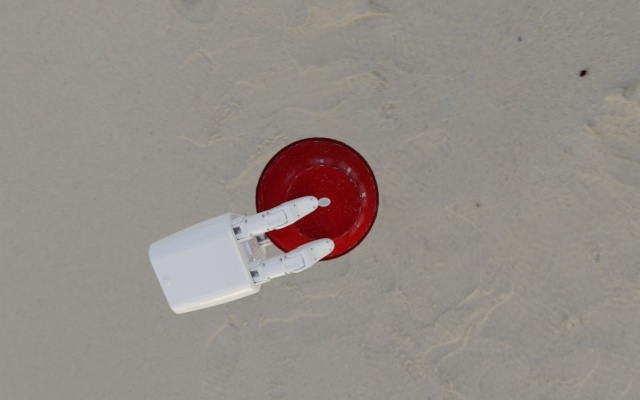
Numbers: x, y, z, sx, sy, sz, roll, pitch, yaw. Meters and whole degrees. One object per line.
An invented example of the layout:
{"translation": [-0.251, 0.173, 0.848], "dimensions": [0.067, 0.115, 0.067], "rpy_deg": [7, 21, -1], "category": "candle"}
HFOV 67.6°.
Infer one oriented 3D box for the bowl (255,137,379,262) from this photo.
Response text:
{"translation": [0.001, 0.001, 0.591], "dimensions": [0.162, 0.162, 0.055], "rpy_deg": [0, 5, -7], "category": "bowl"}
